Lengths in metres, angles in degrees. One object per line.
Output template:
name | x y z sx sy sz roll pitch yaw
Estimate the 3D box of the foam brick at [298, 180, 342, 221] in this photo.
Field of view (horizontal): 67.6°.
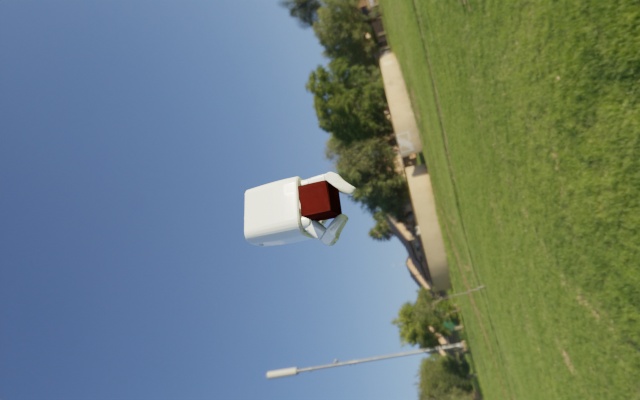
foam brick | 0.000 0.002 0.798 0.051 0.053 0.078 -11 -13 15
